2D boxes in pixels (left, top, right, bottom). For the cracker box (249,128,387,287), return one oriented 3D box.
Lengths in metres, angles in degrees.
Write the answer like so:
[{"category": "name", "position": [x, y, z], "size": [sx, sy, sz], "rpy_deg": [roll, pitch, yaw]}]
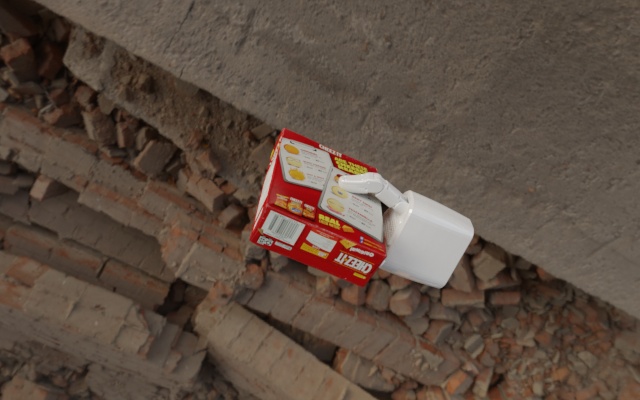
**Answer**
[{"category": "cracker box", "position": [0.000, 0.002, 0.667], "size": [0.164, 0.072, 0.213], "rpy_deg": [23, 31, -12]}]
